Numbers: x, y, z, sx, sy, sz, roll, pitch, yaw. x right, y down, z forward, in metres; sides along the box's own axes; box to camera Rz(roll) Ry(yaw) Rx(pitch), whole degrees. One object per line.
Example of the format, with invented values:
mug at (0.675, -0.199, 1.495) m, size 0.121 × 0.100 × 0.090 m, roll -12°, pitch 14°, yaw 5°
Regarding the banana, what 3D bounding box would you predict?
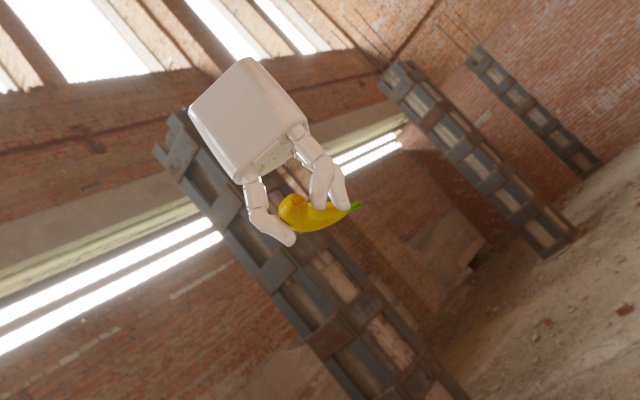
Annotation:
banana at (-0.012, 0.013, 0.607) m, size 0.070 × 0.037 × 0.198 m, roll -39°, pitch -15°, yaw 19°
